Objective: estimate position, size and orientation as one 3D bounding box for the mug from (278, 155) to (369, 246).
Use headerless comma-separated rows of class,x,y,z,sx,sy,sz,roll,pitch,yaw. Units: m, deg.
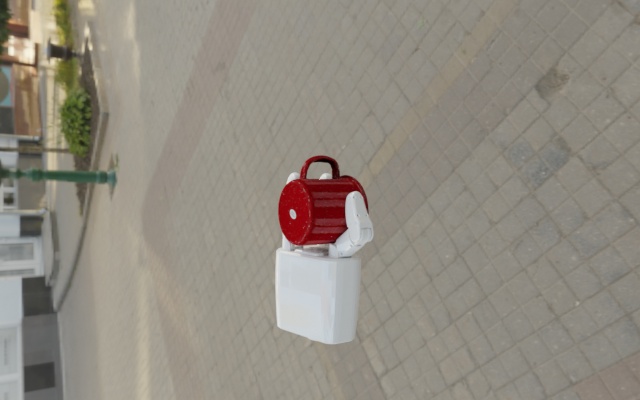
mug,0.000,0.001,0.597,0.081,0.117,0.093,-1,3,-34
